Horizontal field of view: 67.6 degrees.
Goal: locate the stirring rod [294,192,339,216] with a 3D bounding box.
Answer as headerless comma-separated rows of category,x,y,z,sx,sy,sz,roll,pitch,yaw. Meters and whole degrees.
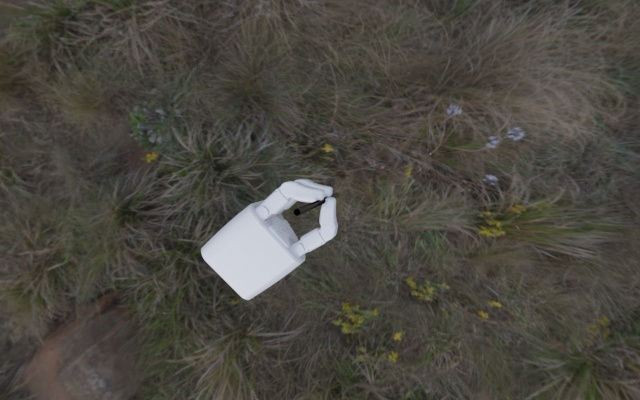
stirring rod,0.000,0.002,0.658,0.011,0.011,0.239,0,5,13
